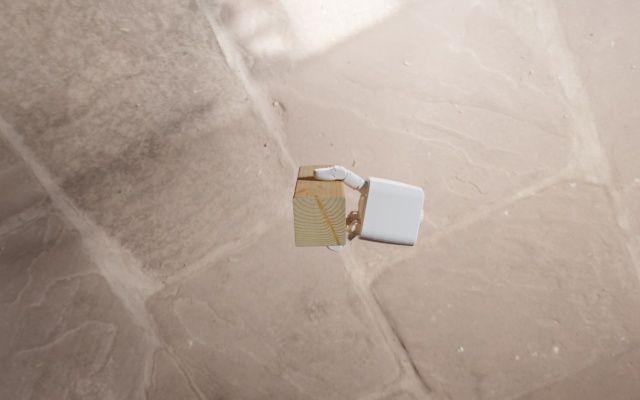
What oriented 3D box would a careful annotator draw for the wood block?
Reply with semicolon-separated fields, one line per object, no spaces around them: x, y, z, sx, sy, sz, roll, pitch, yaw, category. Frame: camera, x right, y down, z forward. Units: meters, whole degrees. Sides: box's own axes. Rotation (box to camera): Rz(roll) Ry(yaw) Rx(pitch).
0.001;0.003;0.898;0.090;0.091;0.206;-1;19;1;wood block
